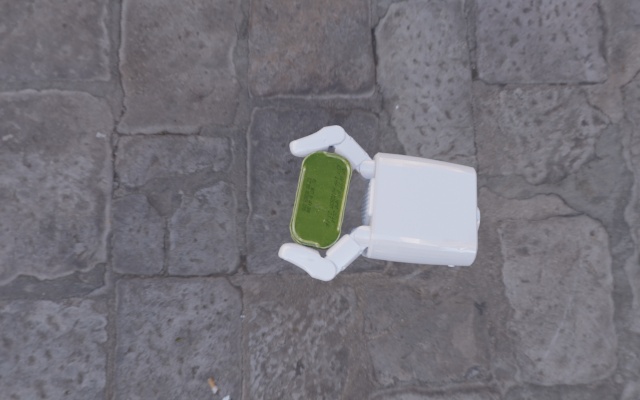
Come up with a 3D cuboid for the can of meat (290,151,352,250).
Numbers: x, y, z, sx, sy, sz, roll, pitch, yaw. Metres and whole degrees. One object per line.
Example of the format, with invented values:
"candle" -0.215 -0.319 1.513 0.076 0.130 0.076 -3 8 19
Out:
"can of meat" 0.000 0.002 0.512 0.057 0.102 0.084 10 -4 -1
